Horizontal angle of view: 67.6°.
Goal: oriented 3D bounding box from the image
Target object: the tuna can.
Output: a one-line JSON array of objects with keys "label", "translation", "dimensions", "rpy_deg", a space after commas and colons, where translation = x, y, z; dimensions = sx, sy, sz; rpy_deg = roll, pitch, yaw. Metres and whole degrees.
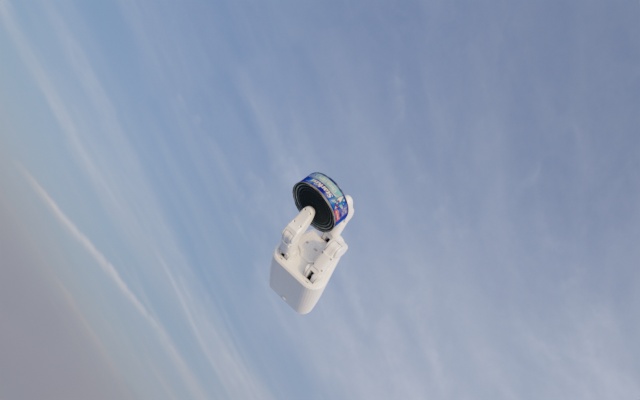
[{"label": "tuna can", "translation": [0.001, 0.002, 0.697], "dimensions": [0.033, 0.086, 0.086], "rpy_deg": [-37, 20, -30]}]
